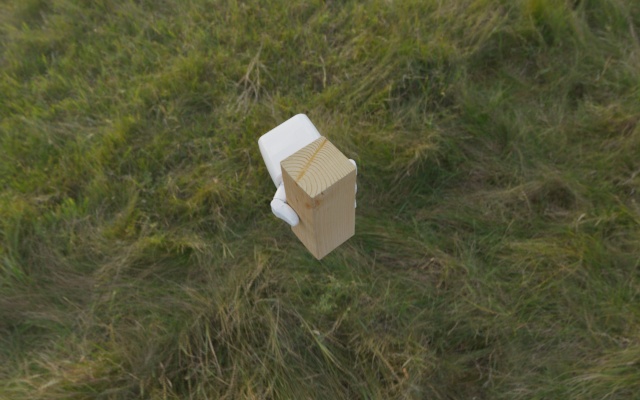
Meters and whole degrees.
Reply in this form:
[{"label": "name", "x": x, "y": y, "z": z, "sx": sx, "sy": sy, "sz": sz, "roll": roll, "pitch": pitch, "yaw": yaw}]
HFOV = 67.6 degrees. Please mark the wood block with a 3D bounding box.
[{"label": "wood block", "x": 0.000, "y": 0.003, "z": 0.824, "sx": 0.091, "sy": 0.090, "sz": 0.206, "roll": -34, "pitch": -29, "yaw": -18}]
